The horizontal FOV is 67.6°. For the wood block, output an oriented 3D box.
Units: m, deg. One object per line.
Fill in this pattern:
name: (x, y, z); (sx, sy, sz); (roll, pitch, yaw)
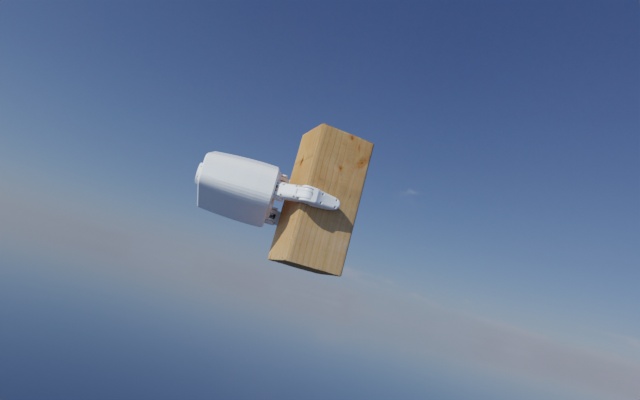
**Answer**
wood block: (0.000, 0.002, 0.723); (0.090, 0.206, 0.091); (19, -12, -20)
